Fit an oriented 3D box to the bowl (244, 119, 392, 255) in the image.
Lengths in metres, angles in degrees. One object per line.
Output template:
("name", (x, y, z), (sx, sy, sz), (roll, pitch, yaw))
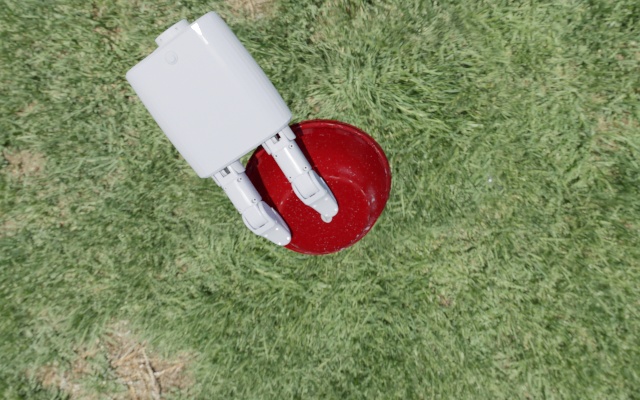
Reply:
("bowl", (0.001, 0.003, 0.490), (0.162, 0.162, 0.055), (0, 32, -9))
